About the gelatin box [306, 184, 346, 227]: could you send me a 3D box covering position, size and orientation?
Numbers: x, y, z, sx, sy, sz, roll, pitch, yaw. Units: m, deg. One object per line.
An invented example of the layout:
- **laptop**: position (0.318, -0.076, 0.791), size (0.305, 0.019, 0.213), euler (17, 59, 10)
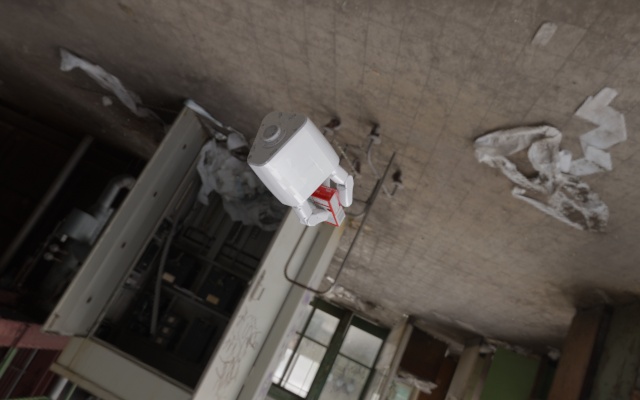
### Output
- **gelatin box**: position (0.000, 0.003, 0.851), size (0.073, 0.030, 0.089), euler (20, -26, 27)
